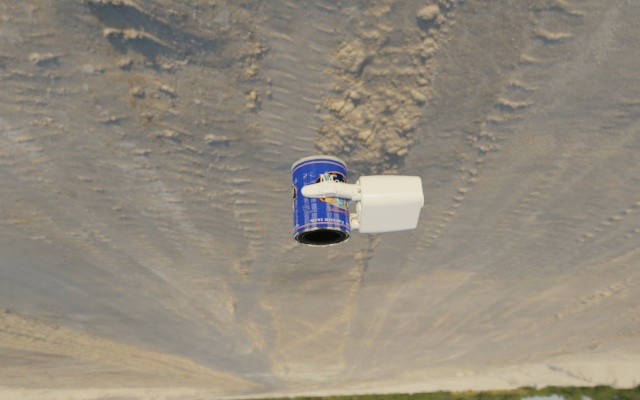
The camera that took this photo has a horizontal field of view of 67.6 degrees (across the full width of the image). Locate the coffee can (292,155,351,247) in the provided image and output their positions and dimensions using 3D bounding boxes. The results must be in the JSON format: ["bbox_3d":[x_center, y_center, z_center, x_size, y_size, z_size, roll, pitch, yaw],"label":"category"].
[{"bbox_3d":[0.000,0.003,0.870,0.103,0.140,0.103,-2,-22,-1],"label":"coffee can"}]
